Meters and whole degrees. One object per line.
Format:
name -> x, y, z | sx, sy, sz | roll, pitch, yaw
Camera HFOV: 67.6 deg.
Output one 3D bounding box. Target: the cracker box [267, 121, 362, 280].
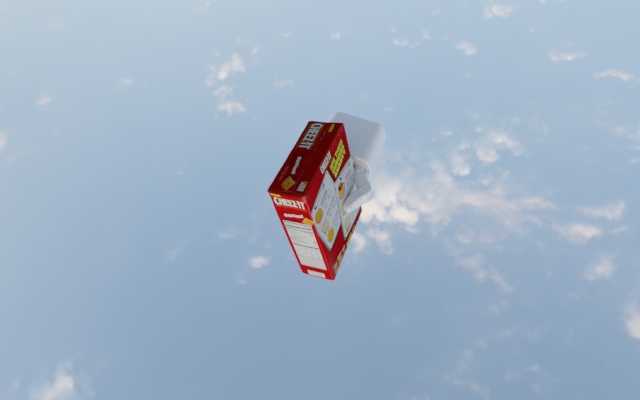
cracker box -> 0.000, 0.003, 0.790 | 0.072, 0.164, 0.214 | 8, -39, 24
